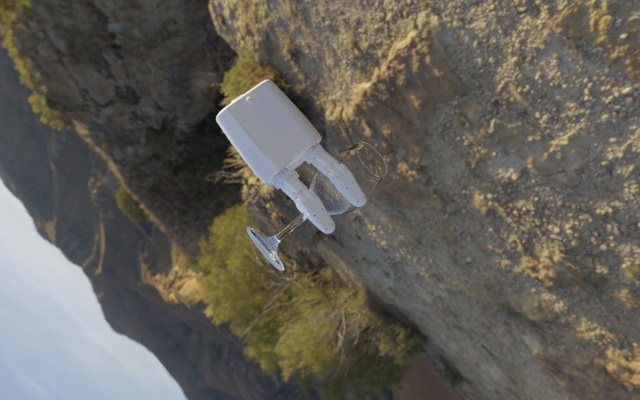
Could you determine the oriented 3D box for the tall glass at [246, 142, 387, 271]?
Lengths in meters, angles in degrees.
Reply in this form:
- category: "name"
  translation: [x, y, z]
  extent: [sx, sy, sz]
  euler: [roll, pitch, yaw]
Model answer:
- category: "tall glass"
  translation: [0.000, 0.003, 0.648]
  extent: [0.201, 0.079, 0.079]
  euler: [-40, 14, -18]
